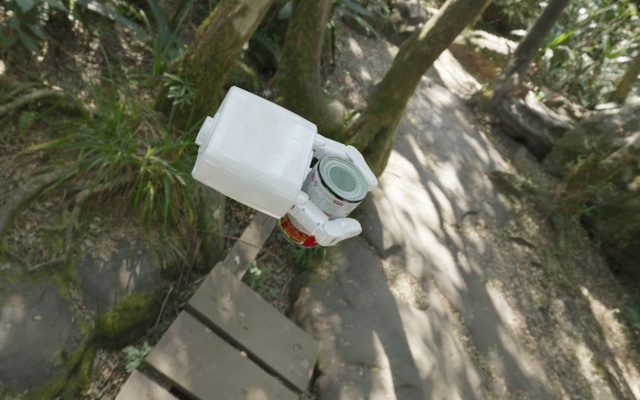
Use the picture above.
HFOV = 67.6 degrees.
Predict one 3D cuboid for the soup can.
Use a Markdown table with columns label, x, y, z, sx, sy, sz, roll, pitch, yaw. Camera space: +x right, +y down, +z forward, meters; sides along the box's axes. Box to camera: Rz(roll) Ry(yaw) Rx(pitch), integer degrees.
| label | x | y | z | sx | sy | sz | roll | pitch | yaw |
| --- | --- | --- | --- | --- | --- | --- | --- | --- | --- |
| soup can | 0.001 | 0.002 | 0.564 | 0.068 | 0.068 | 0.102 | 0 | -34 | -39 |
